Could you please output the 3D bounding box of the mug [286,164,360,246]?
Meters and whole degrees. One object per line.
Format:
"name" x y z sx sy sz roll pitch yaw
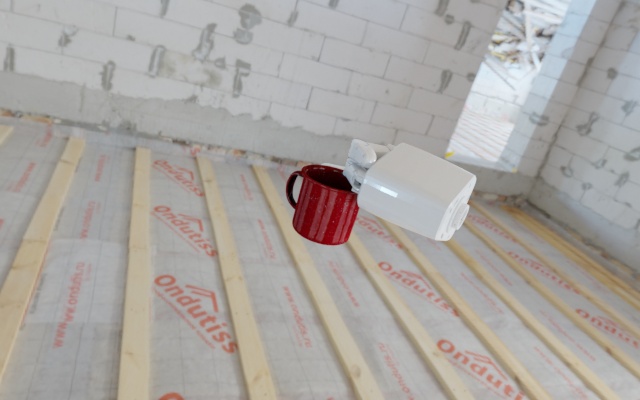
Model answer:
"mug" -0.001 0.002 0.640 0.117 0.081 0.093 26 23 25
